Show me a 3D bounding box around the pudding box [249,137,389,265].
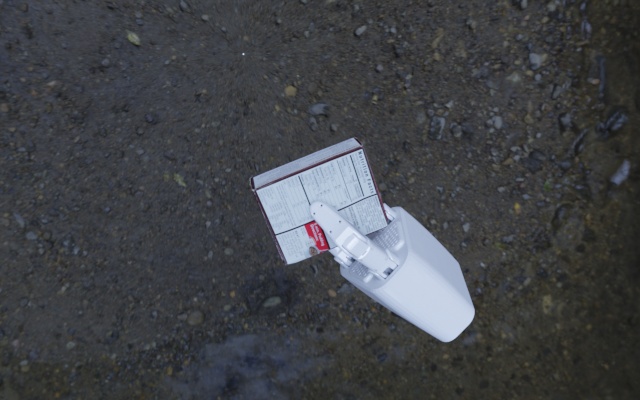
[{"bbox_3d":[0.000,0.002,0.462,0.113,0.090,0.039,-22,22,-4],"label":"pudding box"}]
